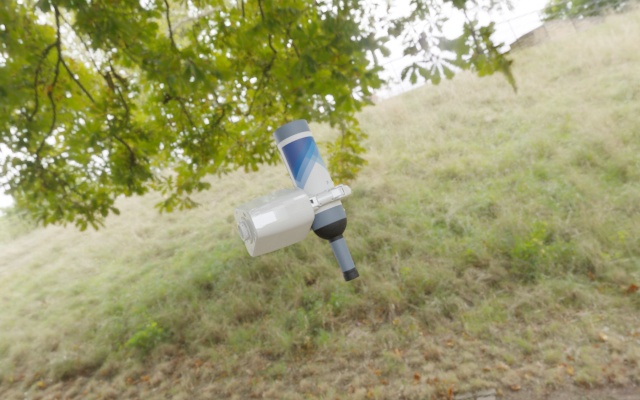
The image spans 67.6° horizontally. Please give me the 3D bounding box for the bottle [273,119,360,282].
[{"bbox_3d":[0.000,0.003,0.853,0.069,0.295,0.069,-23,-5,-2],"label":"bottle"}]
